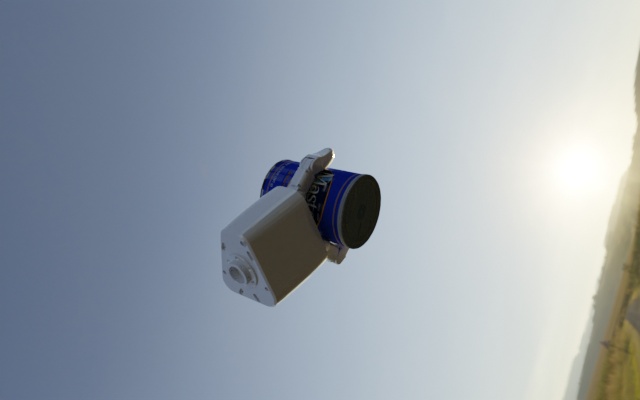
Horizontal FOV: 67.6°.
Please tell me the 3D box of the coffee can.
[{"bbox_3d":[0.000,0.002,0.678,0.140,0.103,0.103,14,8,34],"label":"coffee can"}]
